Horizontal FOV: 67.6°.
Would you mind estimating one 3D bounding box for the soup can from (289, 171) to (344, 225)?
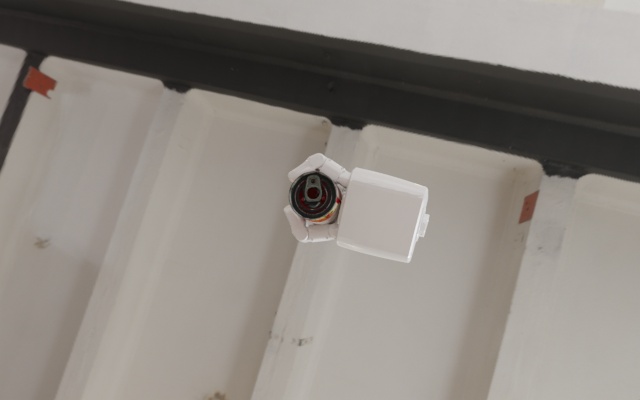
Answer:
[{"bbox_3d":[0.000,0.002,0.695,0.068,0.068,0.102,0,-11,13],"label":"soup can"}]
